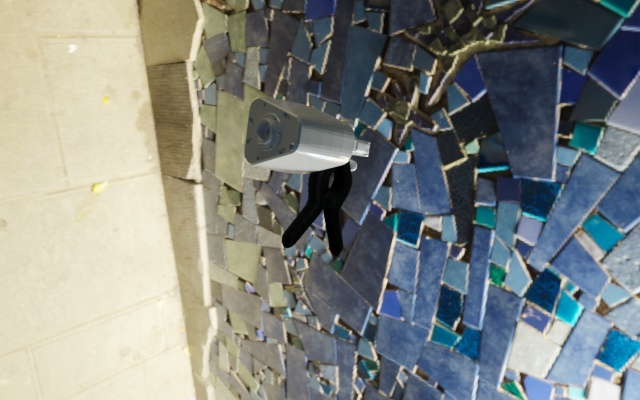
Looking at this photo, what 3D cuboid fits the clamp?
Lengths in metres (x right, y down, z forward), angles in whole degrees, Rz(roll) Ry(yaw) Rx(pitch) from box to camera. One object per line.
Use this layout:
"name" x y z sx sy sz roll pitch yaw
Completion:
"clamp" 0.001 0.002 0.718 0.039 0.171 0.120 12 6 41
